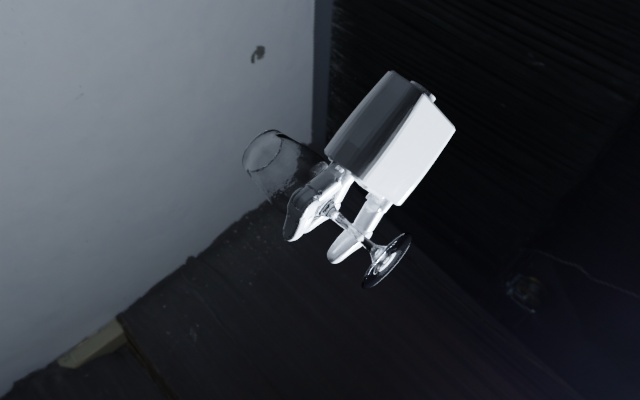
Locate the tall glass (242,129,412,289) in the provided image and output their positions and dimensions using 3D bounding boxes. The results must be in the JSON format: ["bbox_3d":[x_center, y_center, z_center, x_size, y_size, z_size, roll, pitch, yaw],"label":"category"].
[{"bbox_3d":[0.000,0.002,0.523,0.201,0.079,0.079,41,19,24],"label":"tall glass"}]
